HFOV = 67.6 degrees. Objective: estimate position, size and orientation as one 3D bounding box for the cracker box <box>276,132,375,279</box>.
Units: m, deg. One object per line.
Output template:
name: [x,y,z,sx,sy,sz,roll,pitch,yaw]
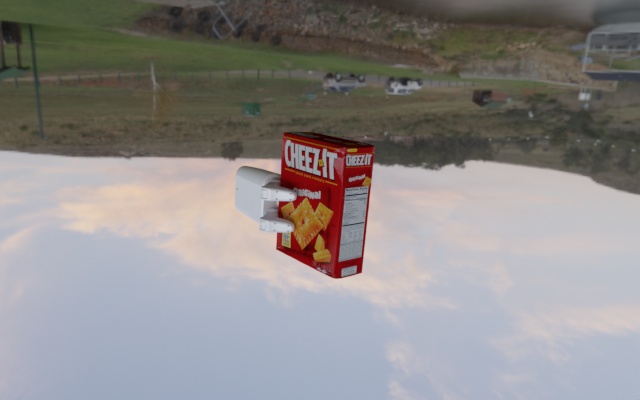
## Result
cracker box: [0.000,0.003,0.795,0.072,0.214,0.164,-8,19,-39]
